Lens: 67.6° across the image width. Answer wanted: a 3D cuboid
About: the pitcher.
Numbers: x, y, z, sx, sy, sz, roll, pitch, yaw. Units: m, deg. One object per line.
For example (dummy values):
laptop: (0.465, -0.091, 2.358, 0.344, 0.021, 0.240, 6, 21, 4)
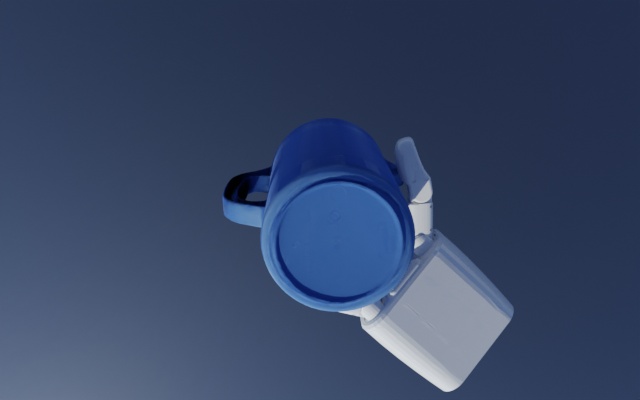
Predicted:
pitcher: (0.000, 0.002, 0.438, 0.145, 0.149, 0.242, 44, 10, -10)
